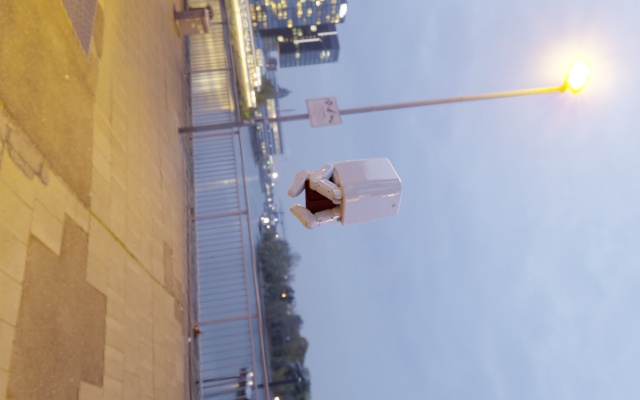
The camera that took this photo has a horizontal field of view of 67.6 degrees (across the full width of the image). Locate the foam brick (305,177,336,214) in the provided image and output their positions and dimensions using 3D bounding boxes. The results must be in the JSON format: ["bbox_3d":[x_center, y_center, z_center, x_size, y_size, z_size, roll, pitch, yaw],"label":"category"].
[{"bbox_3d":[0.000,0.003,0.885,0.051,0.053,0.078,-8,-38,-7],"label":"foam brick"}]
